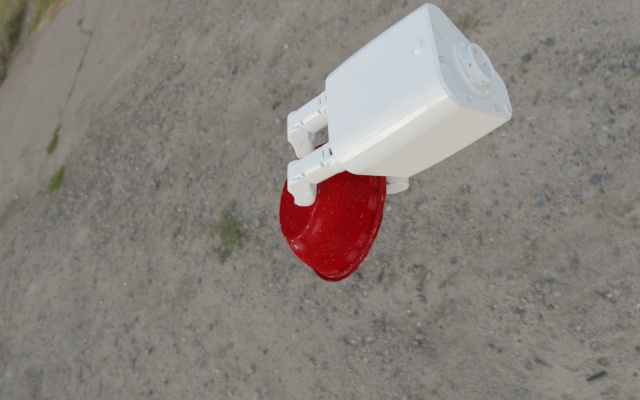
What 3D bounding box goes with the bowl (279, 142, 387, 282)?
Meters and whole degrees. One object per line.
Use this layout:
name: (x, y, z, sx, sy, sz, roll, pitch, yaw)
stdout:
bowl: (-0.001, 0.002, 0.504, 0.055, 0.162, 0.162, 13, -6, -27)
